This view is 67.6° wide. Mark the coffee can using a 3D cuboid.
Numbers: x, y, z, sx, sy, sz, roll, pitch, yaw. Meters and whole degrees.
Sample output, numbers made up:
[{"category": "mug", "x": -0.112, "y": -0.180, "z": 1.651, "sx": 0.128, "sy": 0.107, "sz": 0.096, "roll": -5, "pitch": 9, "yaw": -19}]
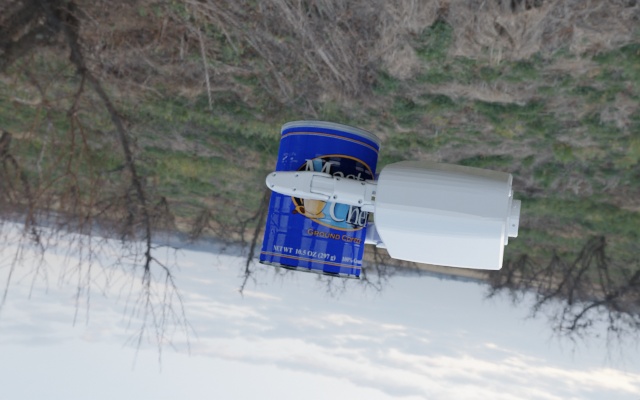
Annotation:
[{"category": "coffee can", "x": 0.000, "y": 0.001, "z": 0.481, "sx": 0.103, "sy": 0.140, "sz": 0.103, "roll": 9, "pitch": -6, "yaw": 1}]
